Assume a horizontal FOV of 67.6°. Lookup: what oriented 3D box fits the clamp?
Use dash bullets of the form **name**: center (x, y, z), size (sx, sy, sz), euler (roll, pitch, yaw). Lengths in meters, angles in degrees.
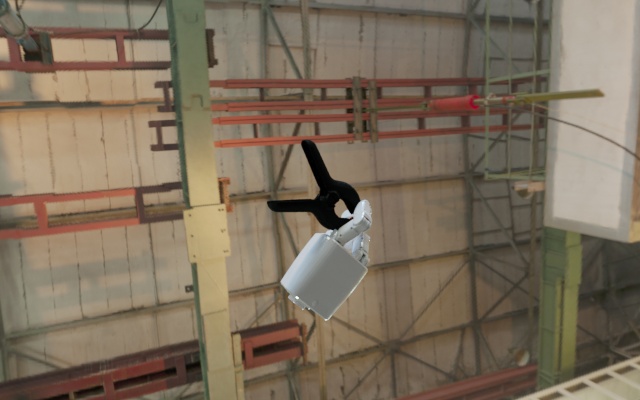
- **clamp**: center (0.000, 0.002, 0.743), size (0.171, 0.120, 0.039), euler (43, -8, -23)
